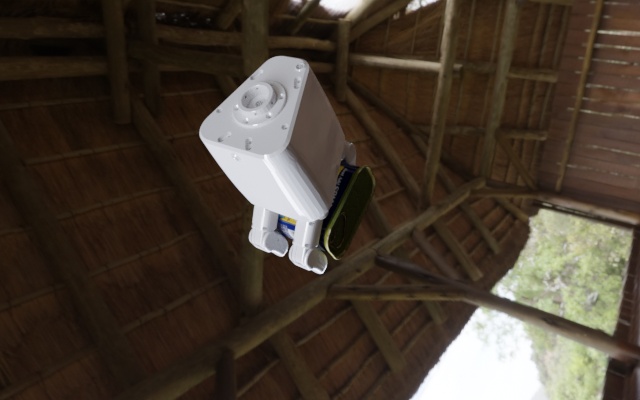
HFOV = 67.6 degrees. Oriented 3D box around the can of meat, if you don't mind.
[{"bbox_3d":[0.000,0.002,0.523,0.084,0.102,0.057,18,-18,28],"label":"can of meat"}]
